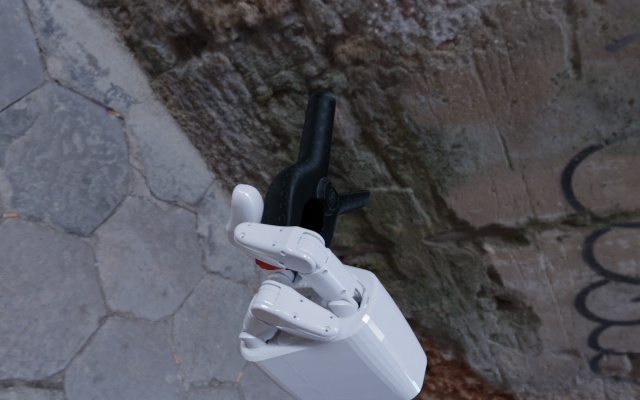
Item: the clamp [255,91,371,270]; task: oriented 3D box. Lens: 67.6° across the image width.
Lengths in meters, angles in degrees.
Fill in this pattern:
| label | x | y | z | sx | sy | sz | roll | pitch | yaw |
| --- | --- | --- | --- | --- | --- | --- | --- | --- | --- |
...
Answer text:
| label | x | y | z | sx | sy | sz | roll | pitch | yaw |
| --- | --- | --- | --- | --- | --- | --- | --- | --- | --- |
| clamp | 0.000 | 0.001 | 0.401 | 0.039 | 0.171 | 0.120 | -10 | -49 | 35 |
